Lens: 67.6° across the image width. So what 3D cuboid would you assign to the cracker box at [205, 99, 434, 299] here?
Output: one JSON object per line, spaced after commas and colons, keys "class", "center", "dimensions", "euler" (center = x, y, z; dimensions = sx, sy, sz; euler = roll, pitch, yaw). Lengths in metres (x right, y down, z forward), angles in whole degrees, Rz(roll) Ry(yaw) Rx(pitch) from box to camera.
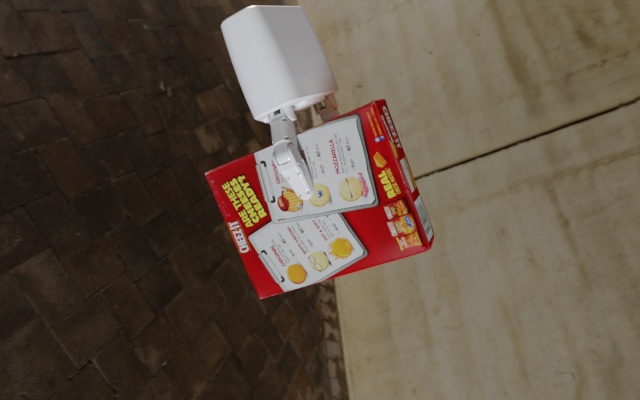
{"class": "cracker box", "center": [0.000, 0.002, 0.542], "dimensions": [0.214, 0.164, 0.072], "euler": [-20, 6, 22]}
